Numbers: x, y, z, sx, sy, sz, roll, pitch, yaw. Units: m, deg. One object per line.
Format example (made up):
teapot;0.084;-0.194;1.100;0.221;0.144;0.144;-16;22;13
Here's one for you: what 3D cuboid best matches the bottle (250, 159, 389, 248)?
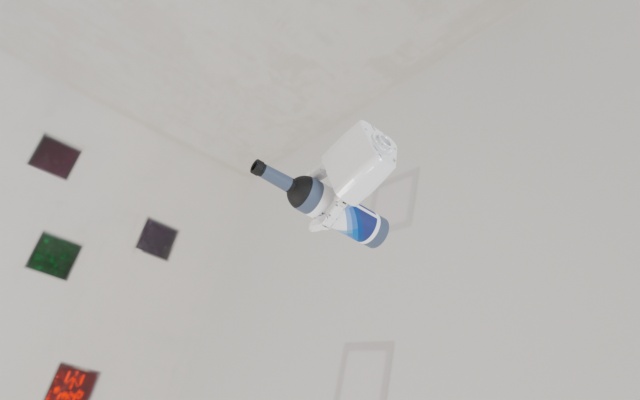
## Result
bottle;0.000;0.003;0.893;0.296;0.069;0.069;29;-14;-27
